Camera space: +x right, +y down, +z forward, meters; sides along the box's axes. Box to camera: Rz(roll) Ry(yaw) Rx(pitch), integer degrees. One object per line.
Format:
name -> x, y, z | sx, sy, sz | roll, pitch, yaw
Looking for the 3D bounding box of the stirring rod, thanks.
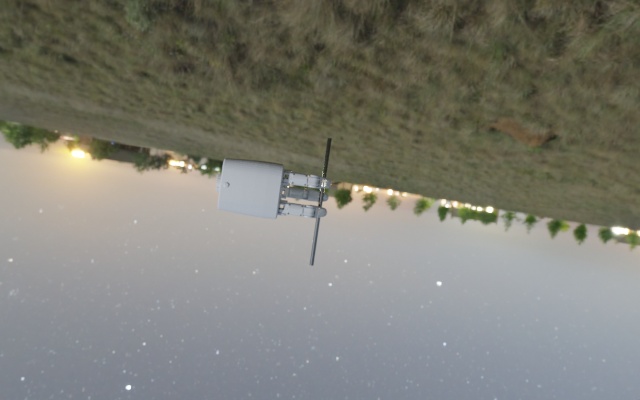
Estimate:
stirring rod -> 0.000, 0.003, 0.893 | 0.011, 0.239, 0.011 | 8, 2, 0
